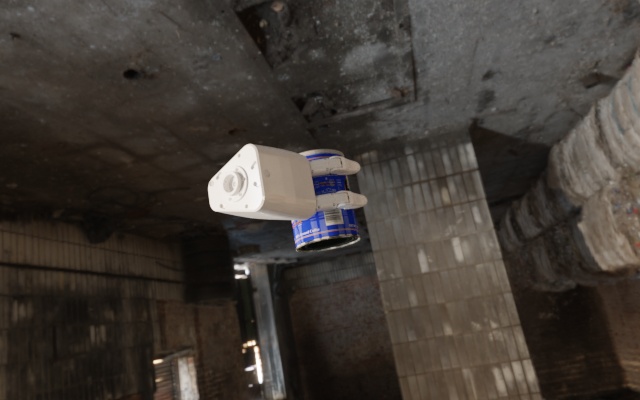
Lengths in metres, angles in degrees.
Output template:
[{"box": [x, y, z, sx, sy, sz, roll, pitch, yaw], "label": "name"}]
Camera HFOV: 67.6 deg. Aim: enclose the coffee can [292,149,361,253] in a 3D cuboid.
[{"box": [0.000, 0.002, 0.758, 0.103, 0.140, 0.103, -10, -15, -3], "label": "coffee can"}]
